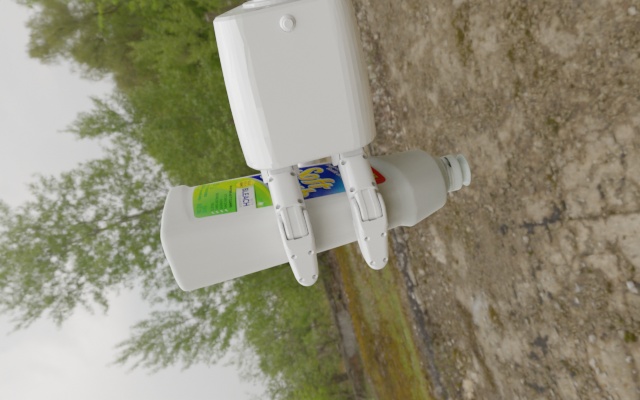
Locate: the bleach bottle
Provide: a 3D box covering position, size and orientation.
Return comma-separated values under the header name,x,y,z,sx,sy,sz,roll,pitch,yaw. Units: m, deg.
name,x,y,z,sx,sy,sz,roll,pitch,yaw
bleach bottle,0.000,0.001,0.407,0.251,0.068,0.102,-15,27,-4
